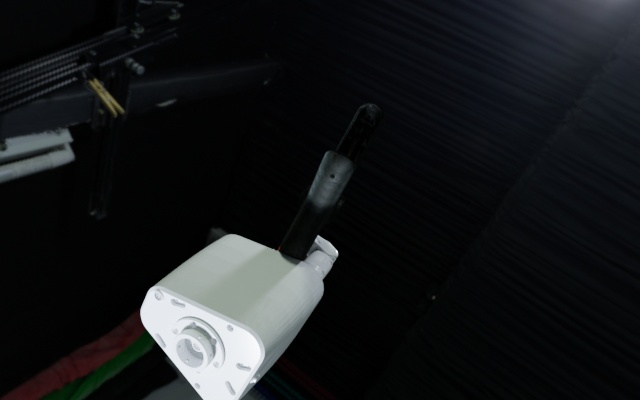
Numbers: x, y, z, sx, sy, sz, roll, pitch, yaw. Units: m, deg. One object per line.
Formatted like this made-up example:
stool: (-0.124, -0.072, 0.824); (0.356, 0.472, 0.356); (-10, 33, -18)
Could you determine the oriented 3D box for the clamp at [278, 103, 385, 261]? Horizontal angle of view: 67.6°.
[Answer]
clamp: (0.000, 0.001, 0.414); (0.039, 0.171, 0.120); (31, 27, 8)
